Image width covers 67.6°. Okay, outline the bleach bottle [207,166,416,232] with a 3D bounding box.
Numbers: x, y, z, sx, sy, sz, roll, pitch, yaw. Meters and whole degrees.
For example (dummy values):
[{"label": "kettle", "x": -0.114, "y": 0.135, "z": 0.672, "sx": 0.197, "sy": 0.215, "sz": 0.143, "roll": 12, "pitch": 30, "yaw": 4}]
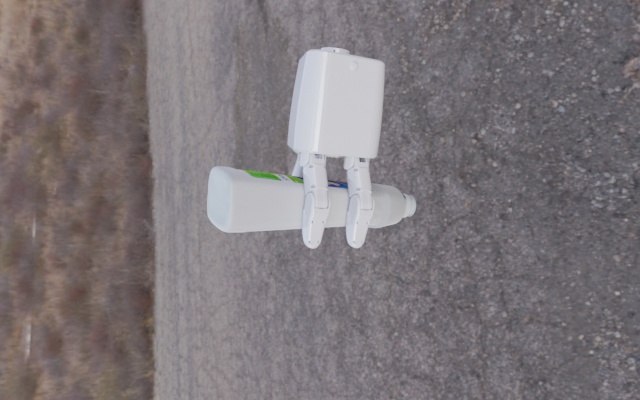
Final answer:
[{"label": "bleach bottle", "x": 0.000, "y": 0.002, "z": 0.574, "sx": 0.251, "sy": 0.068, "sz": 0.102, "roll": 2, "pitch": 9, "yaw": -27}]
